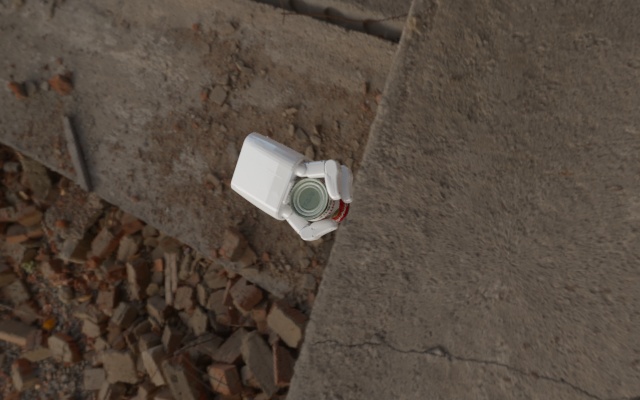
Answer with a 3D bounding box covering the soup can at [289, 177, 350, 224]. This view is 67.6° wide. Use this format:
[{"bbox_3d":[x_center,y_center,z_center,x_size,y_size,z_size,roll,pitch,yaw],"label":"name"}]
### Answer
[{"bbox_3d":[0.000,0.003,0.776,0.068,0.068,0.102,0,-7,22],"label":"soup can"}]
